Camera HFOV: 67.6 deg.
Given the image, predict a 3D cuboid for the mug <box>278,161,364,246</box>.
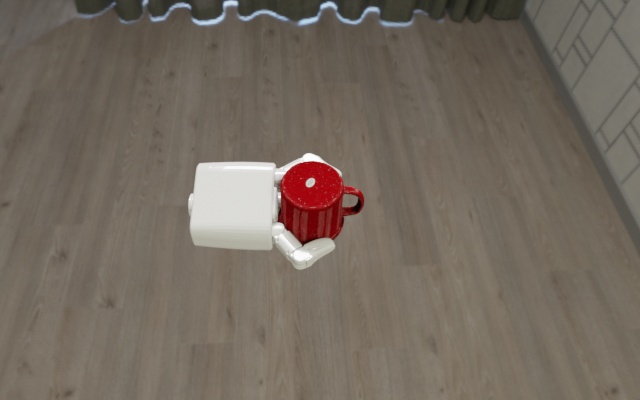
[{"bbox_3d":[0.002,0.002,0.634,0.117,0.093,0.082,1,-36,-2],"label":"mug"}]
